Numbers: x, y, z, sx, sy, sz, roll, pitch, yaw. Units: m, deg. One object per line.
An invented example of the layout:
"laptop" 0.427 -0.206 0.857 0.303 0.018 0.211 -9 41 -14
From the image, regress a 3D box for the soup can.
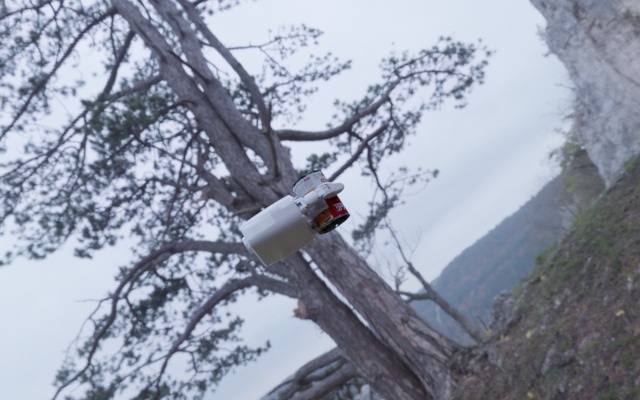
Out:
"soup can" 0.000 0.002 0.886 0.068 0.102 0.068 -30 -16 -9
